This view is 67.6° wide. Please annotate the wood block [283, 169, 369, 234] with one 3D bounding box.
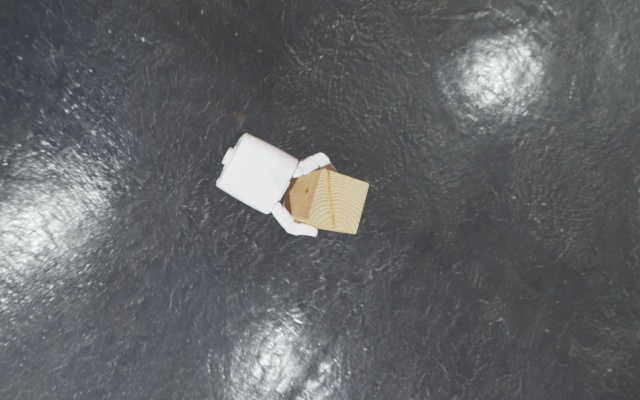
[{"bbox_3d":[0.000,0.003,0.882,0.090,0.091,0.206,18,-5,-16],"label":"wood block"}]
